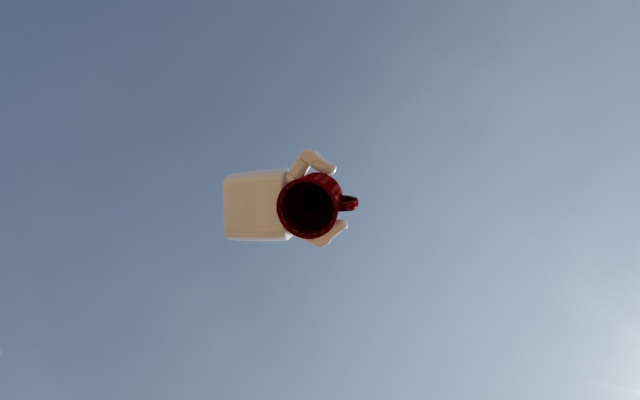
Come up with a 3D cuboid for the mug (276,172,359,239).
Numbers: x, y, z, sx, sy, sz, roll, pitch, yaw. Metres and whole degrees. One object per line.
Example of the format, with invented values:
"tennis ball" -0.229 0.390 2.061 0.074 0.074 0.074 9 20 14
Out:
"mug" 0.002 0.002 0.729 0.117 0.093 0.081 -2 14 14
